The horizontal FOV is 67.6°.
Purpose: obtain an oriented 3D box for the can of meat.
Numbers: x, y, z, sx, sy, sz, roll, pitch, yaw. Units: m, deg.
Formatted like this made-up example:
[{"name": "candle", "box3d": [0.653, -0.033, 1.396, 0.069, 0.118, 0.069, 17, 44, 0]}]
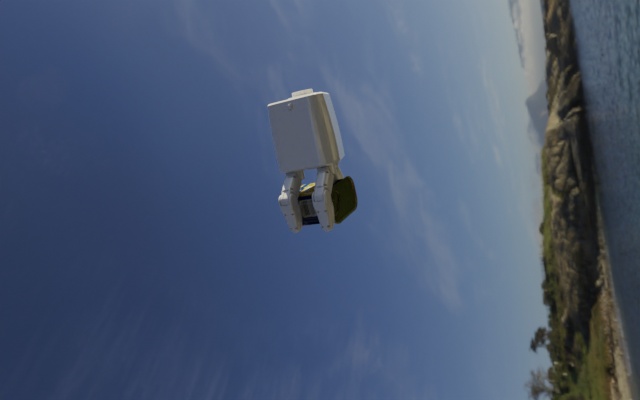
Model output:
[{"name": "can of meat", "box3d": [0.000, 0.003, 0.756, 0.084, 0.057, 0.102, -7, 14, 27]}]
